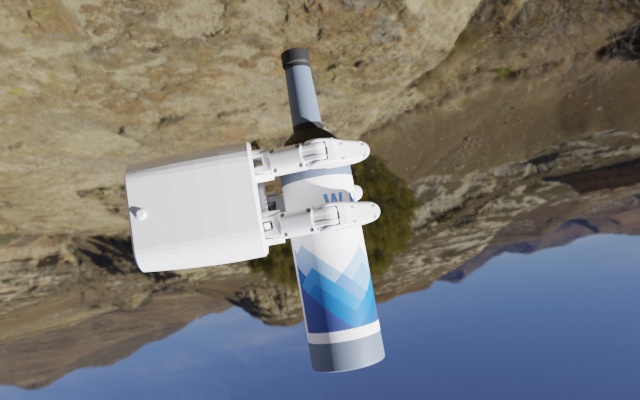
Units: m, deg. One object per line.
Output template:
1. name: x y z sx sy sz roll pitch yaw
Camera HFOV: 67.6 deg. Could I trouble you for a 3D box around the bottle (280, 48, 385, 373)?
1. bottle: 0.000 0.002 0.446 0.069 0.295 0.069 -10 -6 -1
